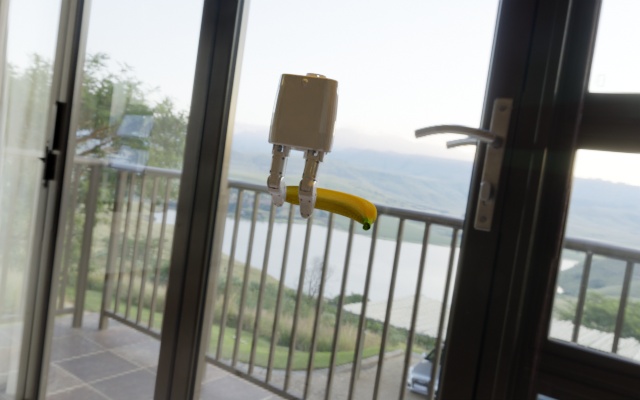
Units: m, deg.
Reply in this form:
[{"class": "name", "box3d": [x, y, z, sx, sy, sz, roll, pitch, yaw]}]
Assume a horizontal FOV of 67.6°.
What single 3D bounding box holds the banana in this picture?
[{"class": "banana", "box3d": [0.015, 0.003, 0.734, 0.197, 0.037, 0.069, 16, 11, 39]}]
